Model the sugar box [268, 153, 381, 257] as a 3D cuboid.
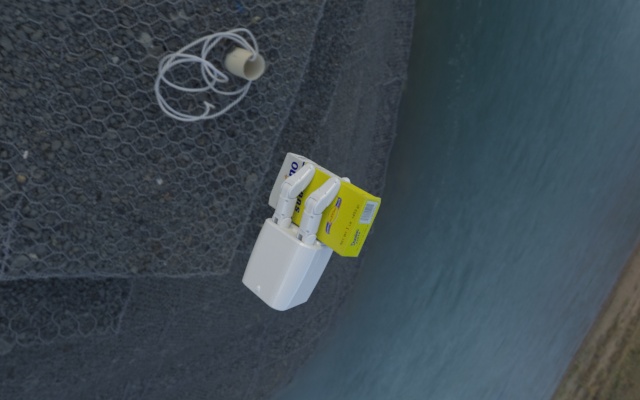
[{"bbox_3d":[0.000,0.002,0.718,0.176,0.093,0.048,30,13,37],"label":"sugar box"}]
